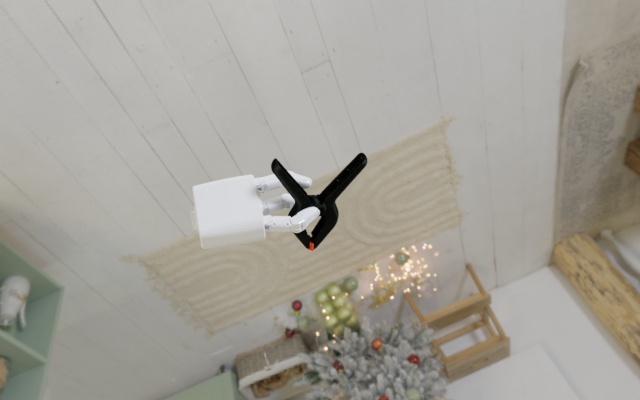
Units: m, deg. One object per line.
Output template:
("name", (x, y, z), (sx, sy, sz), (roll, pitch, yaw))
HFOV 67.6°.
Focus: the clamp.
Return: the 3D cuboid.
("clamp", (0.000, 0.004, 0.842), (0.164, 0.210, 0.036), (-10, 41, -11))
